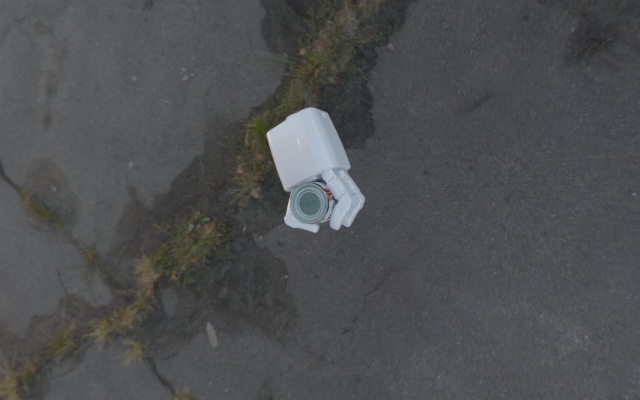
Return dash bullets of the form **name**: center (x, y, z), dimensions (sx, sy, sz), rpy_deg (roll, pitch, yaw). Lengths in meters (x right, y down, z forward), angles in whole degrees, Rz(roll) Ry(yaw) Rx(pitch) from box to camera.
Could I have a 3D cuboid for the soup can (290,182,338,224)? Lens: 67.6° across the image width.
- **soup can**: center (0.000, 0.003, 0.787), dimensions (0.068, 0.068, 0.102), rpy_deg (0, 2, 21)
